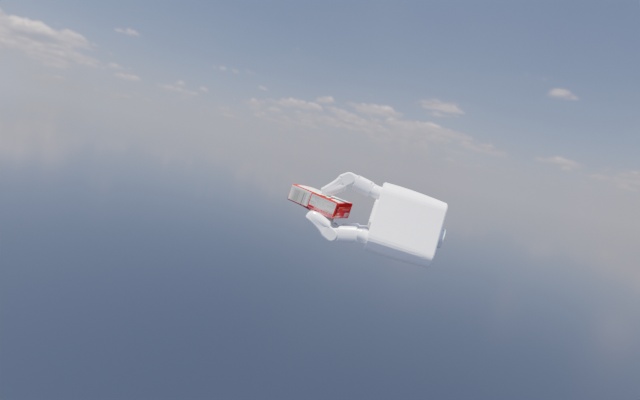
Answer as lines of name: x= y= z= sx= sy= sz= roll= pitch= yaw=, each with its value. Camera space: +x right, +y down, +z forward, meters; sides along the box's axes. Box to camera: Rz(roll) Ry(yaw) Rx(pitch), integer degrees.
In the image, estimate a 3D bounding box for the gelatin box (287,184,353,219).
gelatin box: x=0.000 y=0.002 z=0.789 sx=0.089 sy=0.030 sz=0.073 roll=23 pitch=7 yaw=19
